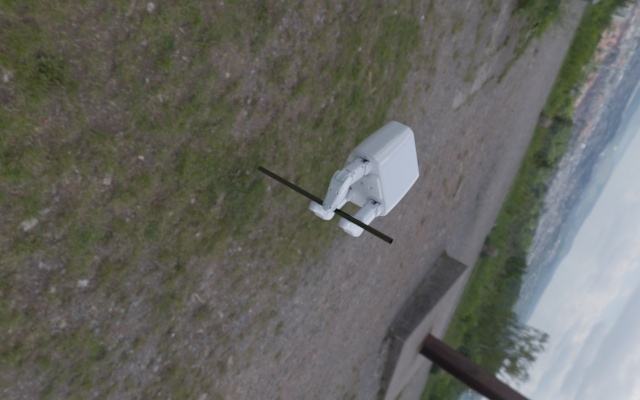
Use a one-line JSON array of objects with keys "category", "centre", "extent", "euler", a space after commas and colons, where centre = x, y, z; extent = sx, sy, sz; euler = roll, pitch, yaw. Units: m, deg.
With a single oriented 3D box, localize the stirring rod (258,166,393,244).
[{"category": "stirring rod", "centre": [0.000, 0.002, 0.689], "extent": [0.239, 0.011, 0.011], "euler": [29, 13, 26]}]
